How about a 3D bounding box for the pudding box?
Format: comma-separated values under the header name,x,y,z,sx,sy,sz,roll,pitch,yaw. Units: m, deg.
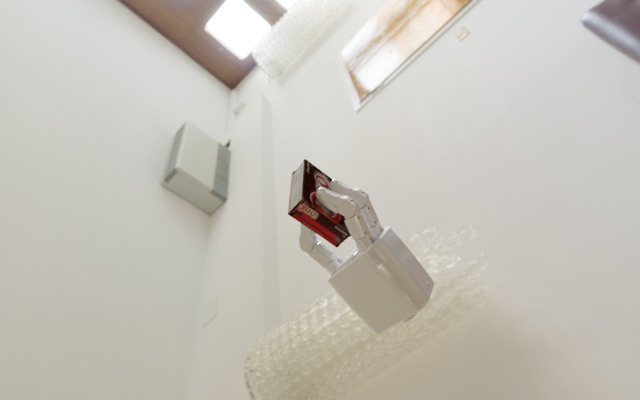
name,x,y,z,sx,sy,sz,roll,pitch,yaw
pudding box,0.000,0.002,0.682,0.090,0.039,0.113,36,24,-22
